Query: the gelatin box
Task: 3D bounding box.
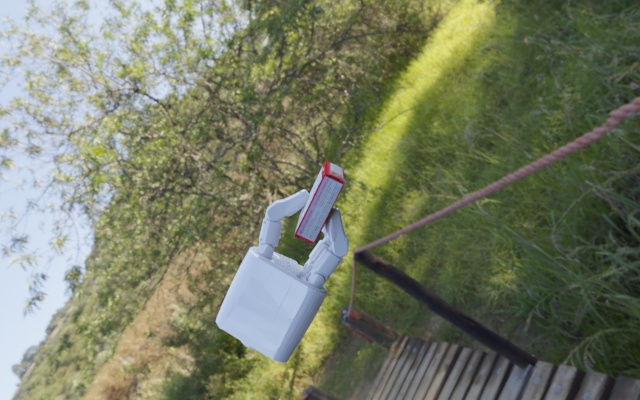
[{"bbox_3d":[0.000,0.001,0.596,0.030,0.089,0.073,24,16,-5],"label":"gelatin box"}]
